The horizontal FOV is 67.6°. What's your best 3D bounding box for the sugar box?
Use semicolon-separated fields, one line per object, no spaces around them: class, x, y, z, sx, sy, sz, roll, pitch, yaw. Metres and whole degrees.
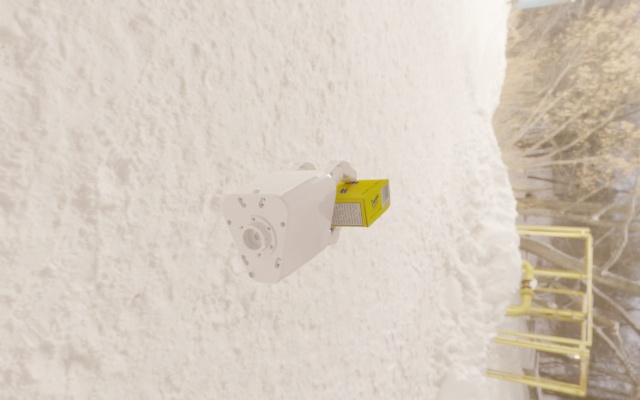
sugar box;0.000;0.002;0.664;0.176;0.048;0.093;2;18;28
